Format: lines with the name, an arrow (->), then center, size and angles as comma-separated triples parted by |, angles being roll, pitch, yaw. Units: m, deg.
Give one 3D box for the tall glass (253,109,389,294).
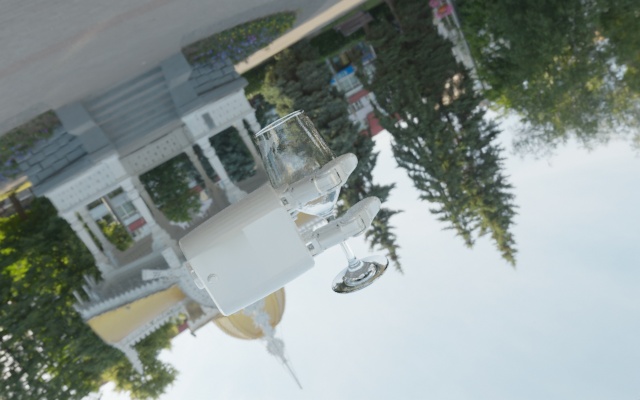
tall glass -> 0.001, 0.002, 0.532 | 0.079, 0.201, 0.079 | -26, 14, 7
